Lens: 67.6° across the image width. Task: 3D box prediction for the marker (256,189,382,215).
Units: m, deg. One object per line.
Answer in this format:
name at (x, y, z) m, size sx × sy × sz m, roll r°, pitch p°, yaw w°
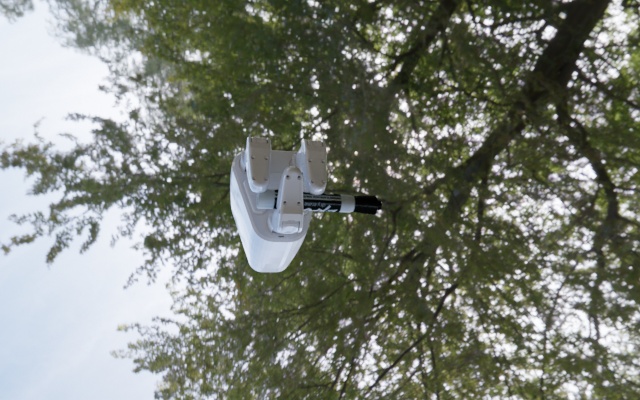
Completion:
marker at (0.000, 0.001, 0.457) m, size 0.121 × 0.020 × 0.020 m, roll 3°, pitch -1°, yaw -12°
